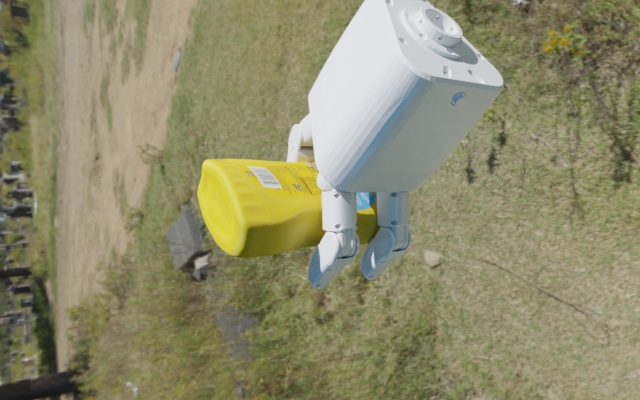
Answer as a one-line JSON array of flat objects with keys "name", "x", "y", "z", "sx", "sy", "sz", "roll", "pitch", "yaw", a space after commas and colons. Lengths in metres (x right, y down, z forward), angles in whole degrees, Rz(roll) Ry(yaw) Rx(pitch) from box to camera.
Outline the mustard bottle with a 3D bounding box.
[{"name": "mustard bottle", "x": 0.000, "y": 0.002, "z": 0.413, "sx": 0.191, "sy": 0.058, "sz": 0.096, "roll": -2, "pitch": 32, "yaw": -34}]
